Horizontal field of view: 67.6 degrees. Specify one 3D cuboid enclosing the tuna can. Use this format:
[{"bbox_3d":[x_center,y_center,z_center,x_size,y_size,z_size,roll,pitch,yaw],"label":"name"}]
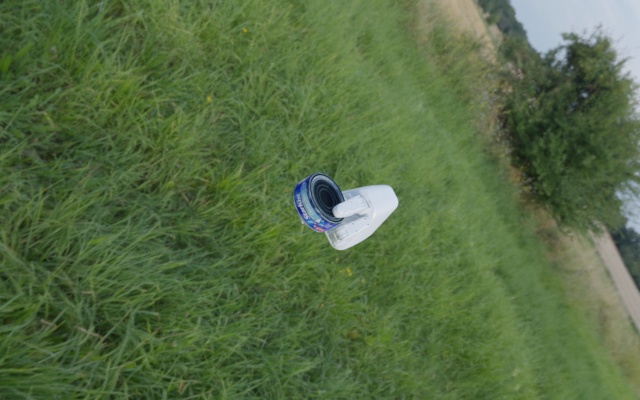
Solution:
[{"bbox_3d":[0.000,0.002,0.717,0.034,0.086,0.086,-29,-17,34],"label":"tuna can"}]
